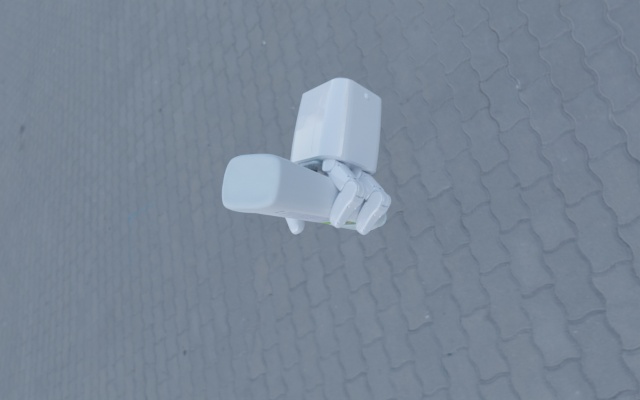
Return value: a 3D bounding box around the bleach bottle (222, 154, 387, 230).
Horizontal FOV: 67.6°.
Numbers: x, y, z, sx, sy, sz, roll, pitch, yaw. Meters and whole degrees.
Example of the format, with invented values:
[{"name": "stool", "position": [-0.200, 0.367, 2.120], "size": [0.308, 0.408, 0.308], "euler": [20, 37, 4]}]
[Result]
[{"name": "bleach bottle", "position": [0.000, 0.002, 0.633], "size": [0.102, 0.068, 0.251], "euler": [1, -10, 42]}]
